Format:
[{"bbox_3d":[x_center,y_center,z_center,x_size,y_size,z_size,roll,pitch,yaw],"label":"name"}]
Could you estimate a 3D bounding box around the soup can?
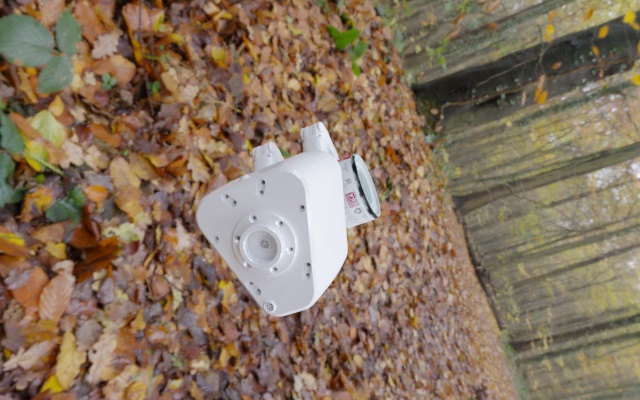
[{"bbox_3d":[0.000,0.001,0.475,0.102,0.068,0.068,-20,-6,16],"label":"soup can"}]
